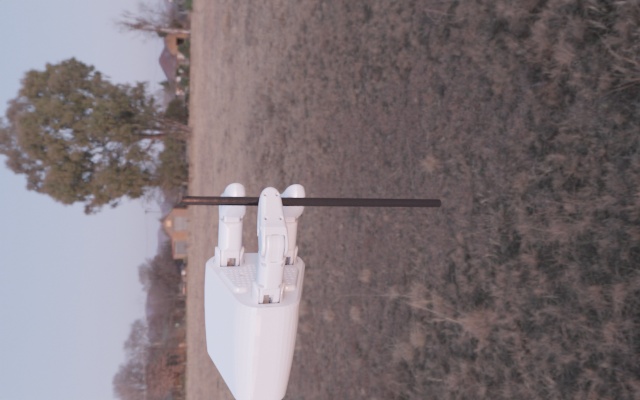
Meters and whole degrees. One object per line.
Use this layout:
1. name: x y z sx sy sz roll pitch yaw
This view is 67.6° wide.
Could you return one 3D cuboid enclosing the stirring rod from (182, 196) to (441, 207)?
1. stirring rod: 0.000 0.001 0.432 0.239 0.011 0.011 1 0 -16
